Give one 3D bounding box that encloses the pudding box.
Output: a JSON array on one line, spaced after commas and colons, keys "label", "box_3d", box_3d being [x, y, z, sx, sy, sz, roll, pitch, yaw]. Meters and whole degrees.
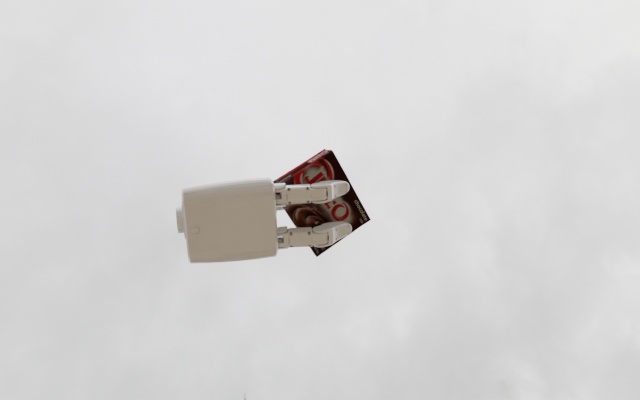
[{"label": "pudding box", "box_3d": [0.000, 0.002, 0.627, 0.090, 0.113, 0.039, -34, 21, -9]}]
